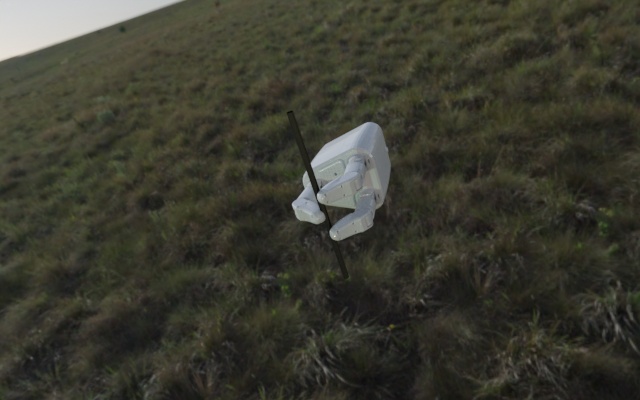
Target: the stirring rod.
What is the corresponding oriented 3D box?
[{"bbox_3d":[0.000,0.002,0.595,0.011,0.240,0.011,-15,26,8],"label":"stirring rod"}]
